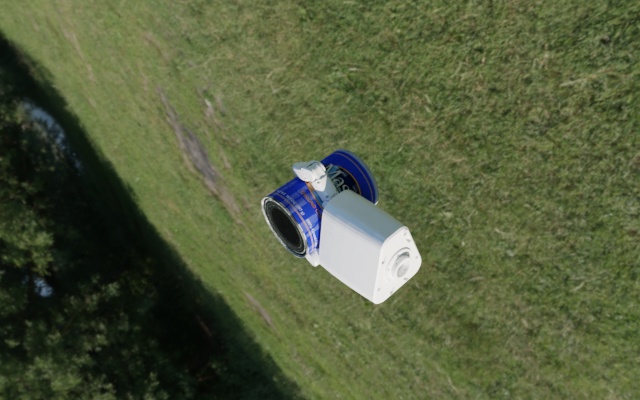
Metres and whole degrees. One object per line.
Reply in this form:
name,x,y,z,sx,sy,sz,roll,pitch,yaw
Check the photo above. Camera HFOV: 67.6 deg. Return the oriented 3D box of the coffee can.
coffee can,0.000,0.002,0.695,0.140,0.103,0.103,-35,16,-24
